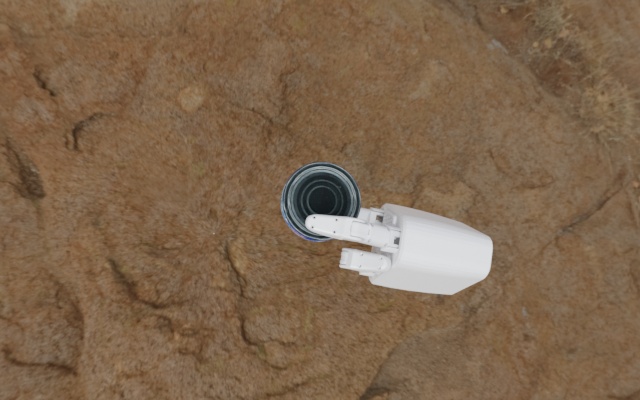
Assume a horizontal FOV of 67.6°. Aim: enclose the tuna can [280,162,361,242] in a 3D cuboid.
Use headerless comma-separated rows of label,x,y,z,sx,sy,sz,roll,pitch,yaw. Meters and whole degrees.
tuna can,0.000,0.002,0.517,0.086,0.086,0.034,0,-5,-7
